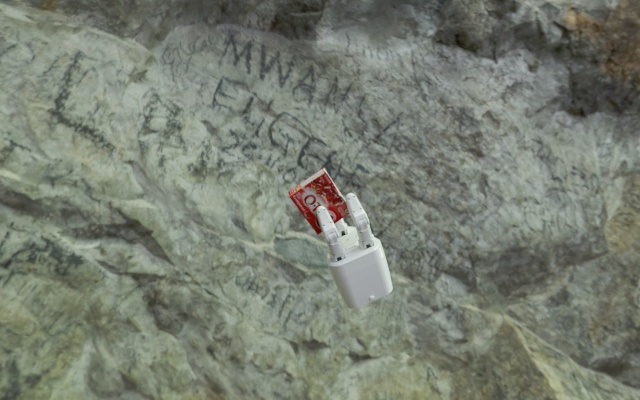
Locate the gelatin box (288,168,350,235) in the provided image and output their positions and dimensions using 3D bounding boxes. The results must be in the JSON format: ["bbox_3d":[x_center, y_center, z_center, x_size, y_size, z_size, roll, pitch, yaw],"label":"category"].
[{"bbox_3d":[0.000,0.002,0.804,0.073,0.089,0.030,-34,22,3],"label":"gelatin box"}]
